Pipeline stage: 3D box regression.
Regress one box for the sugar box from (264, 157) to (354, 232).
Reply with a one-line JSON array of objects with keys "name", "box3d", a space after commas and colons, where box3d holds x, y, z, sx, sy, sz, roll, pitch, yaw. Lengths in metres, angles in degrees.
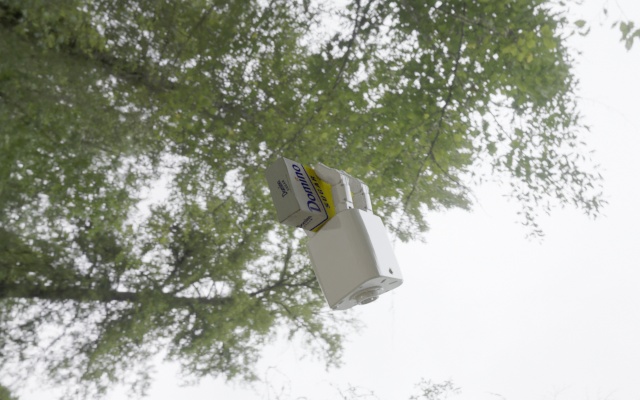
[{"name": "sugar box", "box3d": [0.001, 0.002, 0.720, 0.048, 0.093, 0.176, -35, -31, 25]}]
